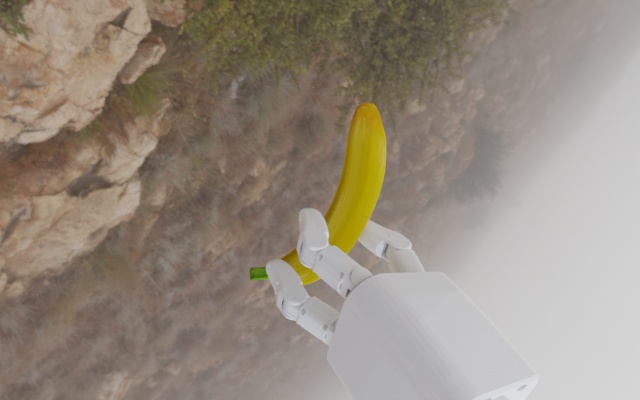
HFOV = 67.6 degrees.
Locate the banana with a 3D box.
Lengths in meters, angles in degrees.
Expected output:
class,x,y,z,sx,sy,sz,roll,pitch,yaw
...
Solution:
class,x,y,z,sx,sy,sz,roll,pitch,yaw
banana,0.013,0.010,0.430,0.070,0.198,0.037,23,19,-32
